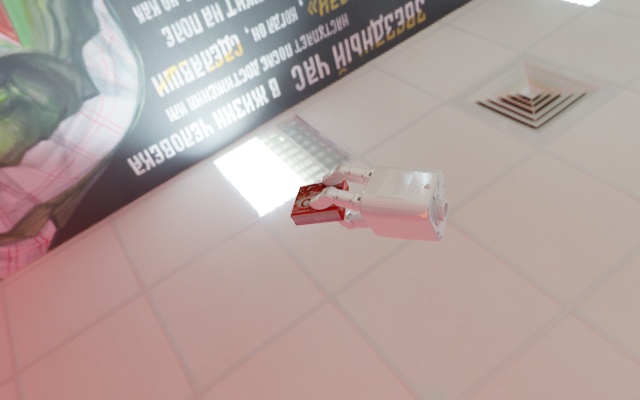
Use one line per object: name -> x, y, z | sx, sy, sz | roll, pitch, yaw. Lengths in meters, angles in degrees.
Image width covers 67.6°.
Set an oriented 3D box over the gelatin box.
gelatin box -> 0.000, 0.003, 0.807 | 0.089, 0.073, 0.030 | -8, -47, 22
